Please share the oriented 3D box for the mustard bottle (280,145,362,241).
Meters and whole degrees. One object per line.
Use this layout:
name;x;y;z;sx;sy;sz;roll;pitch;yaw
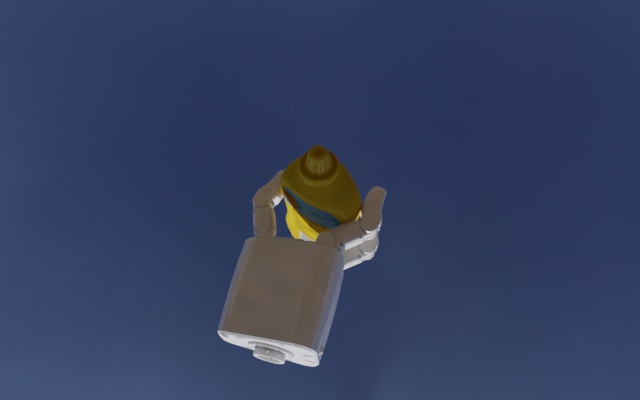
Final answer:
mustard bottle;0.000;0.002;0.539;0.096;0.058;0.192;33;-23;19
